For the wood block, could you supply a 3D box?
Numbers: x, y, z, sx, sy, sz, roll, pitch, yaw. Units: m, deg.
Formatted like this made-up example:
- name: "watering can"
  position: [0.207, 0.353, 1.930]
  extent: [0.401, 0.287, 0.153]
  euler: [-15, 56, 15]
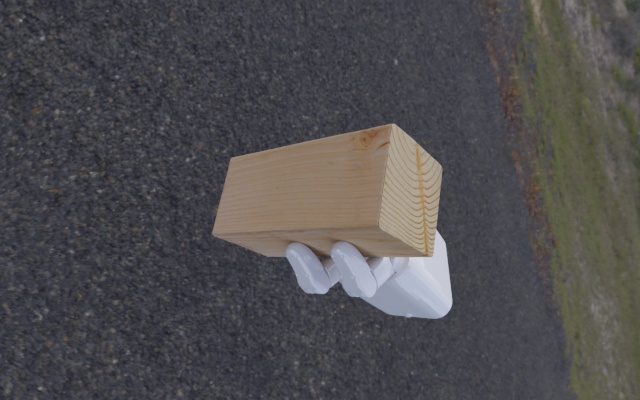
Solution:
- name: "wood block"
  position: [0.000, 0.001, 0.464]
  extent: [0.206, 0.090, 0.090]
  euler: [-6, -25, 41]
